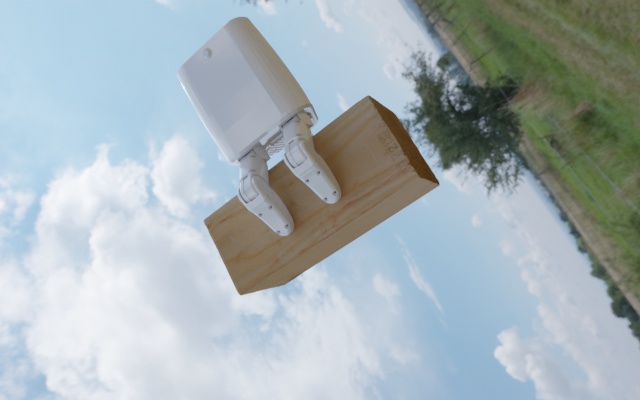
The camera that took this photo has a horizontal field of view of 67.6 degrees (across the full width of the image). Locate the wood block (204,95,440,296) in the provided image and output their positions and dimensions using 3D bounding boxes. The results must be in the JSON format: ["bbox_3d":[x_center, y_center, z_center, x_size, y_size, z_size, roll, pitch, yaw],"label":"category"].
[{"bbox_3d":[0.000,0.001,0.473,0.206,0.090,0.091,-35,-15,20],"label":"wood block"}]
